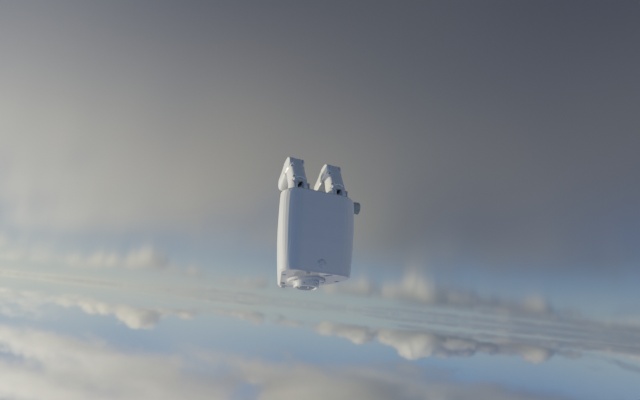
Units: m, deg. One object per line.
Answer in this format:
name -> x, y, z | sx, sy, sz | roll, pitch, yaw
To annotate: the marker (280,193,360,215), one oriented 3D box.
marker -> 0.000, 0.002, 0.692 | 0.121, 0.020, 0.020 | 11, -4, -20
